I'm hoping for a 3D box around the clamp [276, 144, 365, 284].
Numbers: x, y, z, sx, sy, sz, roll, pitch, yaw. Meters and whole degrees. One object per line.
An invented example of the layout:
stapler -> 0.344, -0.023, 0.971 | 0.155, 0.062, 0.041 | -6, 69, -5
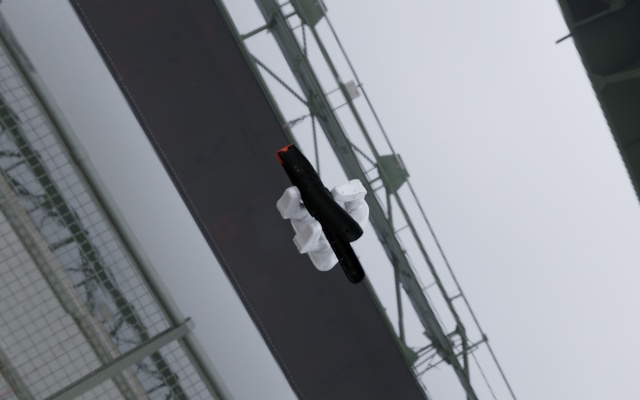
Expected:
clamp -> 0.001, 0.001, 0.627 | 0.036, 0.210, 0.165 | -28, -20, -10
